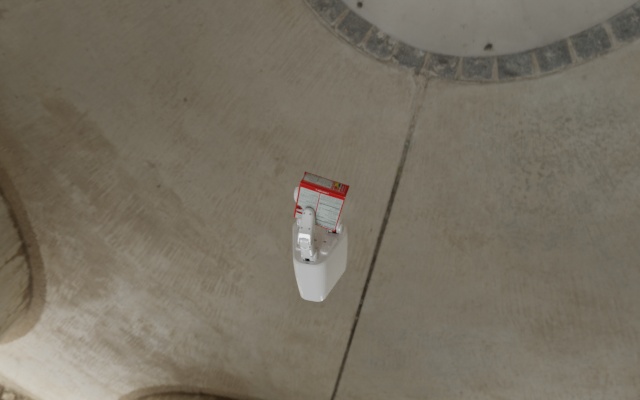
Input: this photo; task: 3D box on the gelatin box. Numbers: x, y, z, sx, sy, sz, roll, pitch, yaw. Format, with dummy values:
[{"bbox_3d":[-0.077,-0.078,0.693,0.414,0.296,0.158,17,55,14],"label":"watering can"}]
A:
[{"bbox_3d":[0.000,0.003,0.755,0.073,0.030,0.089,18,-41,4],"label":"gelatin box"}]
